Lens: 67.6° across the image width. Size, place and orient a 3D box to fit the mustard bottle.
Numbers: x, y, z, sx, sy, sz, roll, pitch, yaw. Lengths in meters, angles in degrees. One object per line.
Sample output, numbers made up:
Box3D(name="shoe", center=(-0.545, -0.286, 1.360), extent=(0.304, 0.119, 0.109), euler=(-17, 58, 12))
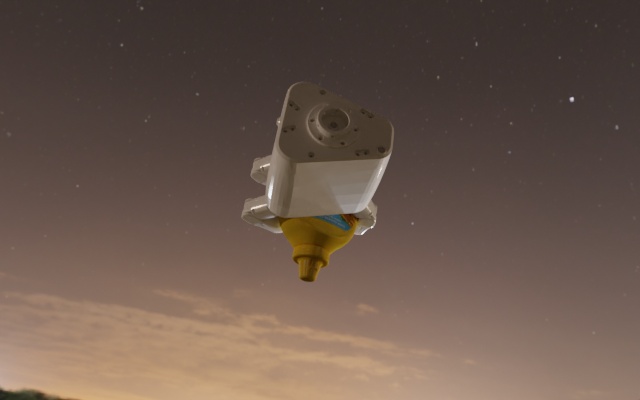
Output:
Box3D(name="mustard bottle", center=(0.000, 0.002, 0.559), extent=(0.096, 0.191, 0.058), euler=(24, -32, -25))
